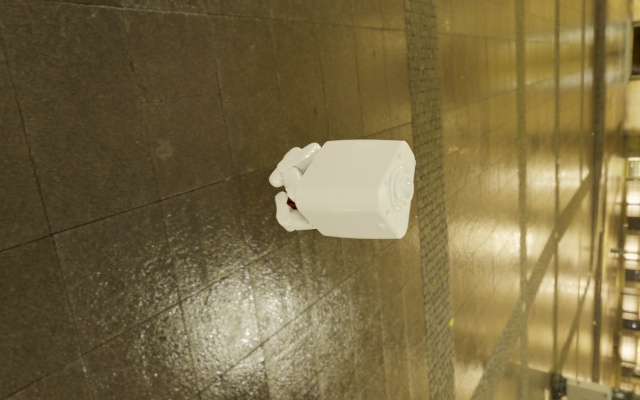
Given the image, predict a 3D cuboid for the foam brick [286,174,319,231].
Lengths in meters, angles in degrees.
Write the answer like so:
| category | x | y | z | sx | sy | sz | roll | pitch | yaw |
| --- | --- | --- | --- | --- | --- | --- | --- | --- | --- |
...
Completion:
| category | x | y | z | sx | sy | sz | roll | pitch | yaw |
| --- | --- | --- | --- | --- | --- | --- | --- | --- | --- |
| foam brick | 0.000 | 0.002 | 0.645 | 0.051 | 0.053 | 0.078 | 1 | -30 | 33 |
